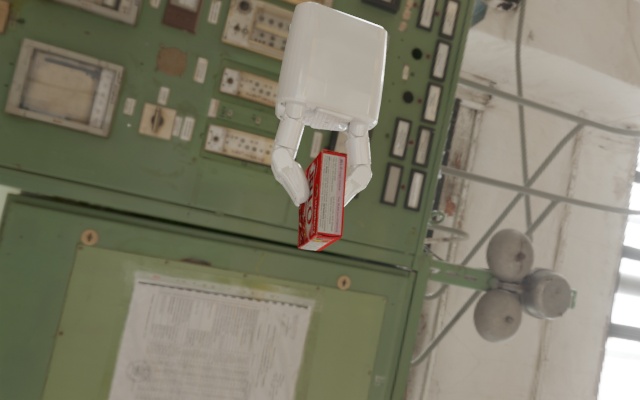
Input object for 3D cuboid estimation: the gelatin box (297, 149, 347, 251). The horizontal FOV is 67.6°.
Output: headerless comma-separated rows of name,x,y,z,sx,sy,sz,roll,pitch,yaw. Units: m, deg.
gelatin box,0.000,0.002,0.491,0.030,0.089,0.073,8,-17,-15
